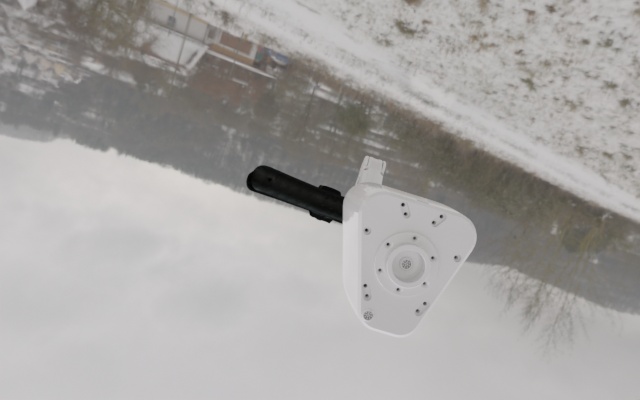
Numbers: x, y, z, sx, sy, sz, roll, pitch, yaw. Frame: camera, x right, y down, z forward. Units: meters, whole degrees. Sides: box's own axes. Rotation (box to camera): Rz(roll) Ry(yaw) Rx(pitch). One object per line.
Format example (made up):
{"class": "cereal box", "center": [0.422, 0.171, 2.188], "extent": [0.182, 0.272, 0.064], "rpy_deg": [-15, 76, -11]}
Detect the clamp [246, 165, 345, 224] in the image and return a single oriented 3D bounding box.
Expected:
{"class": "clamp", "center": [0.000, 0.002, 0.493], "extent": [0.171, 0.039, 0.120], "rpy_deg": [18, 3, -2]}
